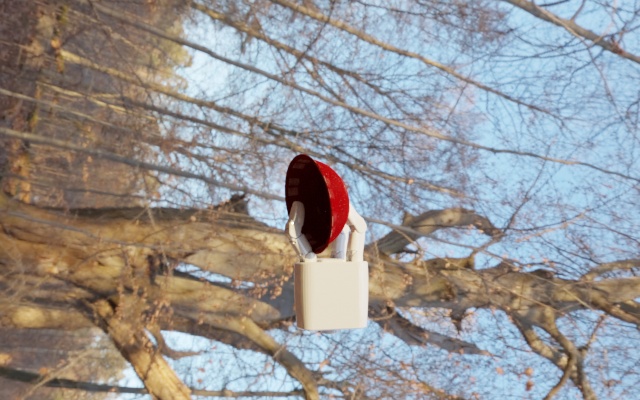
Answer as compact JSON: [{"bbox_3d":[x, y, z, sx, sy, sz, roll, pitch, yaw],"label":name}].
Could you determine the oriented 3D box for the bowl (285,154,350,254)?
[{"bbox_3d":[0.000,0.001,0.769,0.055,0.162,0.162,-10,5,-28],"label":"bowl"}]
